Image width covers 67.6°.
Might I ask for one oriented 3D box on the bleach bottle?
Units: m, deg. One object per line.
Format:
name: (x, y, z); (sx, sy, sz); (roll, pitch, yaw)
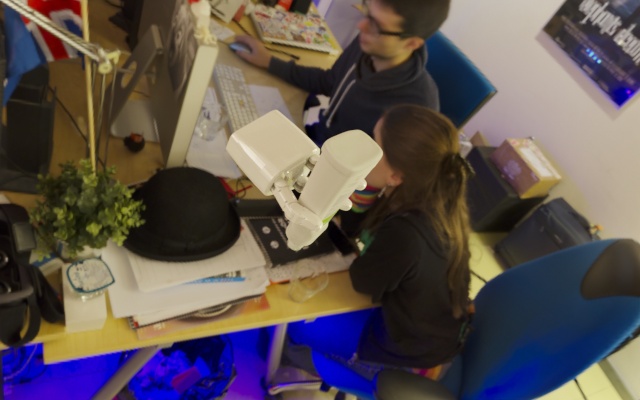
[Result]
bleach bottle: (0.000, 0.002, 0.766); (0.102, 0.068, 0.251); (-30, -20, -45)
